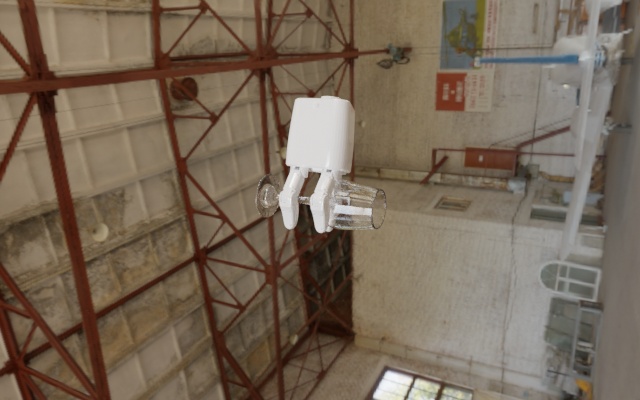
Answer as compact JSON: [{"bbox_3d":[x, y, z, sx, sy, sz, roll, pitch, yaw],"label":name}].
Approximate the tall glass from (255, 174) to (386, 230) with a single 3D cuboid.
[{"bbox_3d":[0.000,0.003,0.762,0.201,0.079,0.079,7,3,26],"label":"tall glass"}]
